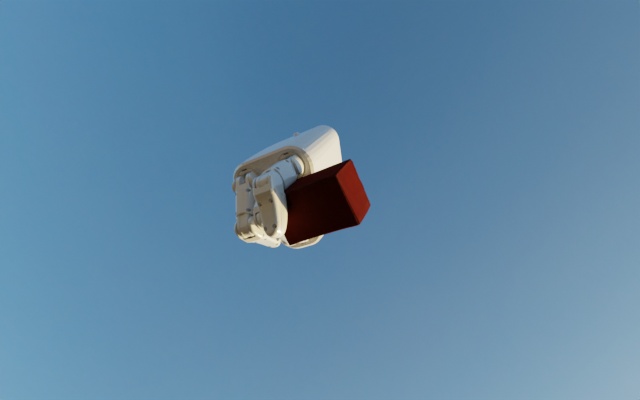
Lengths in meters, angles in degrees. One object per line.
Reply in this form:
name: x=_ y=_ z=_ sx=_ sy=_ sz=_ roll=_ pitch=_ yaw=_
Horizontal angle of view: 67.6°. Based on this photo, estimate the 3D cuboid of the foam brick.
foam brick: x=0.000 y=0.002 z=0.457 sx=0.078 sy=0.053 sz=0.051 roll=-18 pitch=13 yaw=27
